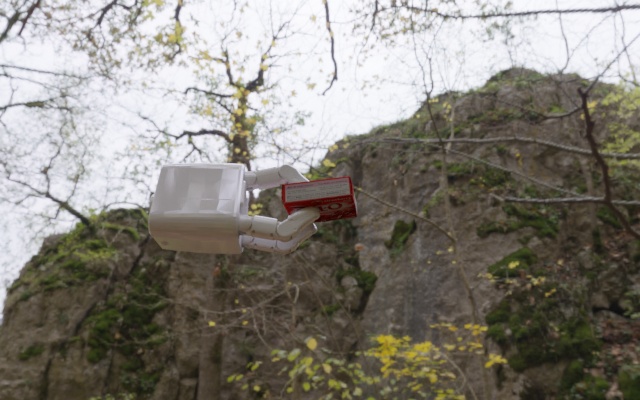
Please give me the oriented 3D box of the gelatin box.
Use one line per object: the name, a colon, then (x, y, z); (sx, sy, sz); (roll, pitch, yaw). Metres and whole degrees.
gelatin box: (0.000, 0.002, 0.614); (0.089, 0.030, 0.073); (-7, -25, 6)
